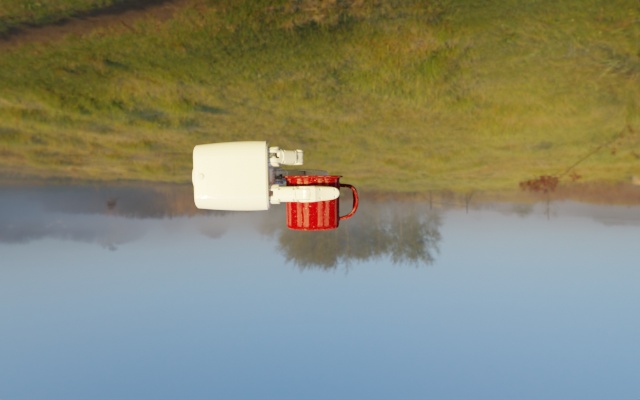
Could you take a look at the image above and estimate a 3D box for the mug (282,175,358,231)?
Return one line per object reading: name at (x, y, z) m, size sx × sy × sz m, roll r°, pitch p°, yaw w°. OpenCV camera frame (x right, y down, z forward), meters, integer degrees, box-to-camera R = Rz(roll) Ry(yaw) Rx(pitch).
mug at (0.002, 0.003, 0.738) m, size 0.117 × 0.081 × 0.093 m, roll -1°, pitch 2°, yaw 0°
